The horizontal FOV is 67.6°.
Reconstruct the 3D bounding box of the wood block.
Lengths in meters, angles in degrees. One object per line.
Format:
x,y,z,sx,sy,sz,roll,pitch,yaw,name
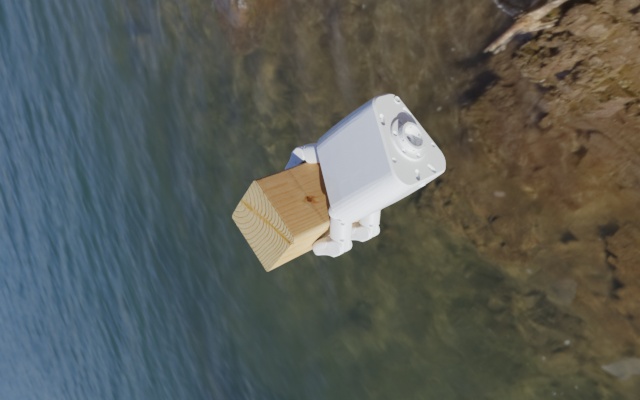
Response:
0.000,0.002,0.644,0.206,0.091,0.090,-22,-19,-40,wood block
